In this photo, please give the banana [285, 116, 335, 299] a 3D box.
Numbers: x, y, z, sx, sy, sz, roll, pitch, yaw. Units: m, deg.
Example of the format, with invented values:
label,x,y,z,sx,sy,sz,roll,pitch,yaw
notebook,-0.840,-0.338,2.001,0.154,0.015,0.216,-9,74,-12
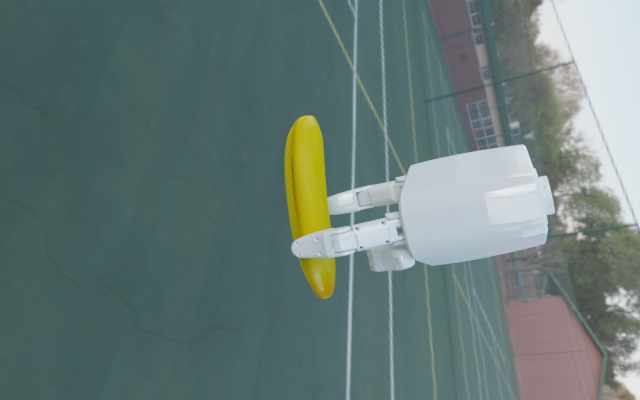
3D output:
label,x,y,z,sx,sy,sz,roll,pitch,yaw
banana,-0.008,-0.007,0.464,0.037,0.197,0.070,-12,-23,22
